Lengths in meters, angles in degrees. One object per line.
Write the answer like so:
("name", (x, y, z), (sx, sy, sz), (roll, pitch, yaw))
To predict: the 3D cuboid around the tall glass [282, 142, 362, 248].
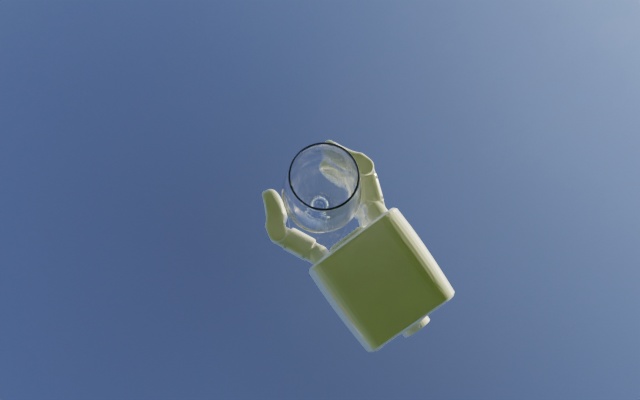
("tall glass", (0.000, 0.002, 0.506), (0.079, 0.079, 0.201), (0, -14, -2))
